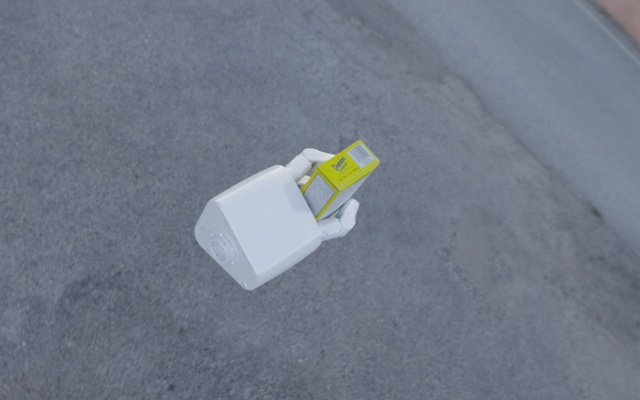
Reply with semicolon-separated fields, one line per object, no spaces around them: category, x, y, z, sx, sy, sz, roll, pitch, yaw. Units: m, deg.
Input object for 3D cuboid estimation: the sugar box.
sugar box;0.000;0.002;0.639;0.093;0.048;0.176;-34;-10;-42
